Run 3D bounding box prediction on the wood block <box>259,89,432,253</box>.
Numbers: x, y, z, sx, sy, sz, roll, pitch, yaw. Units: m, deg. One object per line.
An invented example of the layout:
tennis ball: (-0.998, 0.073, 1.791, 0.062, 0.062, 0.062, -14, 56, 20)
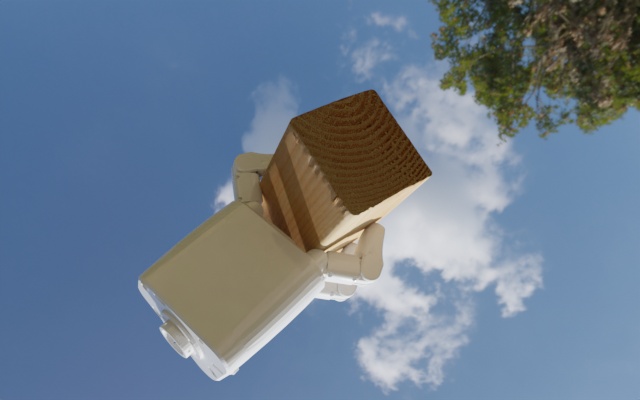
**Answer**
wood block: (0.000, 0.001, 0.454, 0.090, 0.091, 0.206, -26, -13, -29)
